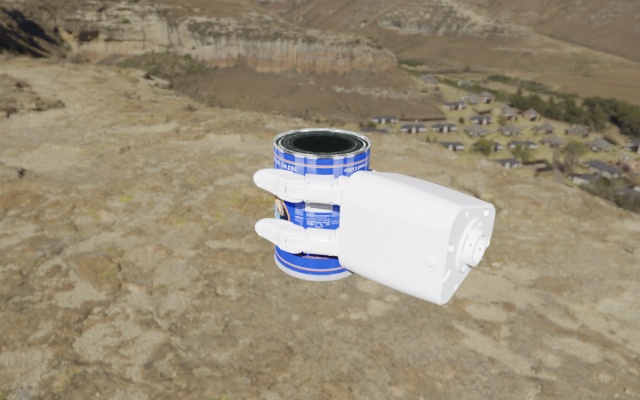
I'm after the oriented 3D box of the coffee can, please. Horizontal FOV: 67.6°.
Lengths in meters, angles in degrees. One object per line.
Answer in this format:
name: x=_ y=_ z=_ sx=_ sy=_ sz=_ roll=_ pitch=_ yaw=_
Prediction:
coffee can: x=0.000 y=0.002 z=0.524 sx=0.103 sy=0.140 sz=0.102 roll=1 pitch=23 yaw=-1
